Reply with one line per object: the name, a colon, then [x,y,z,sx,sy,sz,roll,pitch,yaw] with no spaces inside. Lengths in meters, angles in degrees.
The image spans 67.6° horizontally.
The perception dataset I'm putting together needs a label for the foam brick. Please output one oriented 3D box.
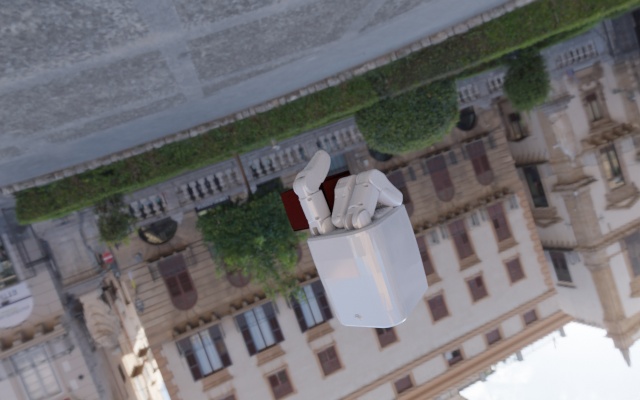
foam brick: [0.000,0.002,0.570,0.053,0.051,0.078,-24,7,-41]
